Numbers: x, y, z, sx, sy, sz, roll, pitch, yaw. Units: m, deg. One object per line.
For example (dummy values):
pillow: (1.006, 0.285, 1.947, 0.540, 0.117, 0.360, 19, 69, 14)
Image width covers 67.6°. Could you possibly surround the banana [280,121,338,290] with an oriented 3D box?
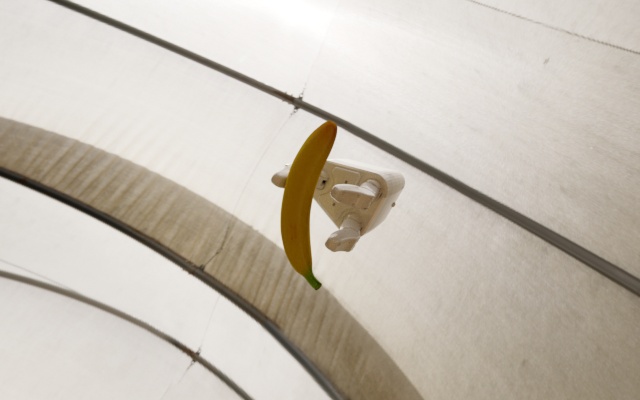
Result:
banana: (-0.016, 0.003, 0.572, 0.069, 0.198, 0.037, 9, 10, 28)
